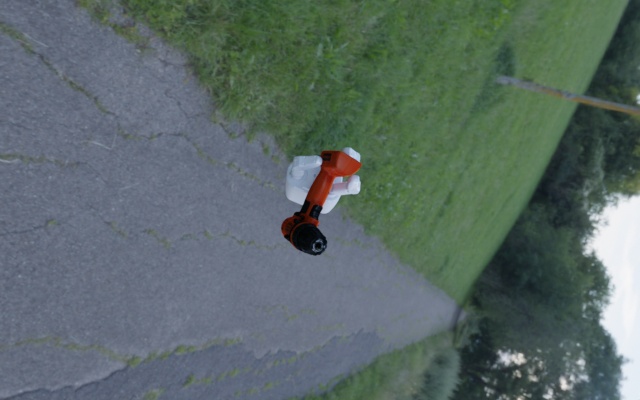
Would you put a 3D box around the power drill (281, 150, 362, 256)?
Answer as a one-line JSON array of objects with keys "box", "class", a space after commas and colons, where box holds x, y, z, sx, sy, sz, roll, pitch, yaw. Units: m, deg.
[{"box": [0.000, 0.002, 0.853, 0.057, 0.187, 0.184, 30, -3, -20], "class": "power drill"}]
